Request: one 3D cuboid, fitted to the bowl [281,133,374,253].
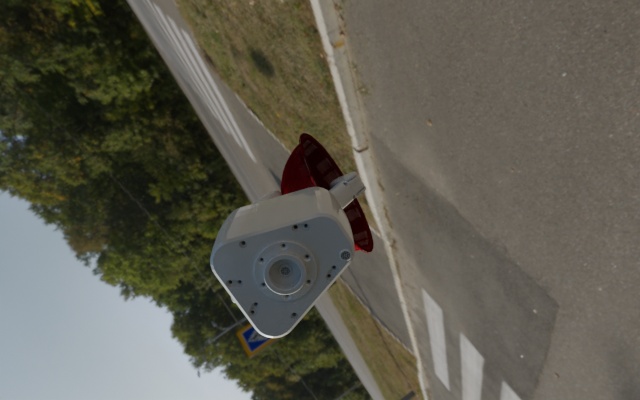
[{"bbox_3d":[0.000,0.002,0.574,0.055,0.162,0.162,-30,-9,15],"label":"bowl"}]
